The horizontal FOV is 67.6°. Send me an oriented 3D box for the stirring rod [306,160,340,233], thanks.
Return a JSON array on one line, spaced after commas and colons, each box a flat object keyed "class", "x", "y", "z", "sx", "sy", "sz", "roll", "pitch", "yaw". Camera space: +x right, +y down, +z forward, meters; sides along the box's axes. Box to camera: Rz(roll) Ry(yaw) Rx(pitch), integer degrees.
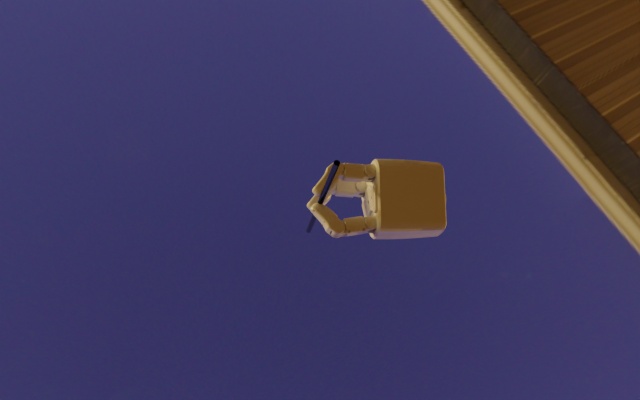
[{"class": "stirring rod", "x": 0.000, "y": 0.002, "z": 0.692, "sx": 0.011, "sy": 0.011, "sz": 0.240, "roll": 0, "pitch": -24, "yaw": -10}]
